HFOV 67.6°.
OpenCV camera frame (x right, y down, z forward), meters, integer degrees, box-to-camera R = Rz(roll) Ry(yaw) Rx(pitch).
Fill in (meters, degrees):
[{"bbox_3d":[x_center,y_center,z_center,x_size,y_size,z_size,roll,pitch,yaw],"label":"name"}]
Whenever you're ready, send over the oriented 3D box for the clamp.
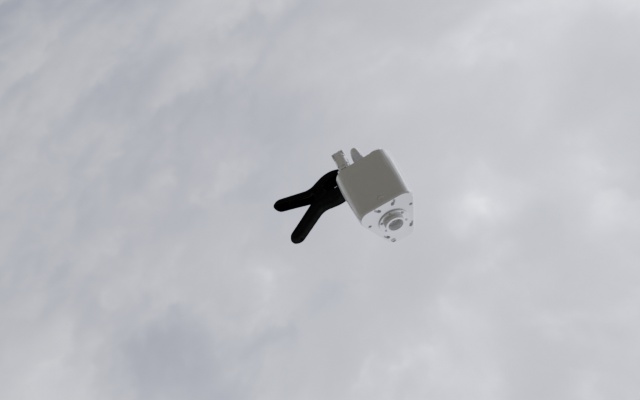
[{"bbox_3d":[0.001,0.003,0.830,0.171,0.120,0.039,-32,-46,9],"label":"clamp"}]
